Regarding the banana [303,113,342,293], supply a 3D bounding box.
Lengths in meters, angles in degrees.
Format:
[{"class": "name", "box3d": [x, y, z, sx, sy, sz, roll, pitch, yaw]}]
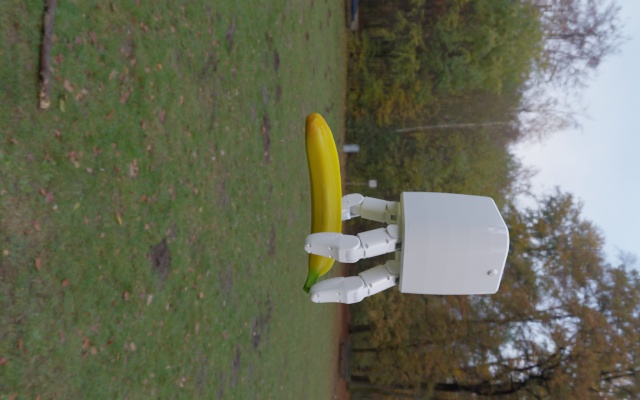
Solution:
[{"class": "banana", "box3d": [0.003, 0.000, 0.533, 0.037, 0.198, 0.069, 2, 15, 10]}]
